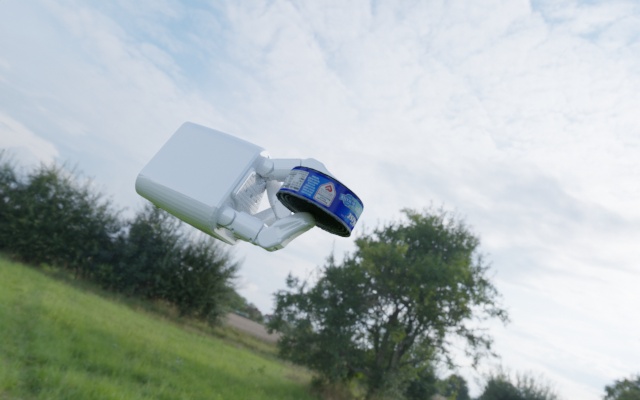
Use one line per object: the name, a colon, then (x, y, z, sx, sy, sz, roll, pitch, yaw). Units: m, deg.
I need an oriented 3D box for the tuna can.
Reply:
tuna can: (0.000, 0.001, 0.481, 0.086, 0.033, 0.086, 28, -14, 8)
